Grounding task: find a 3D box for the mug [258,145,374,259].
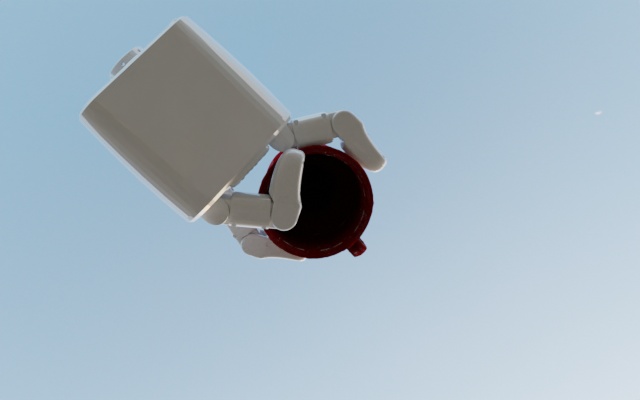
[{"bbox_3d":[0.001,0.002,0.419,0.093,0.117,0.081,-42,15,5],"label":"mug"}]
